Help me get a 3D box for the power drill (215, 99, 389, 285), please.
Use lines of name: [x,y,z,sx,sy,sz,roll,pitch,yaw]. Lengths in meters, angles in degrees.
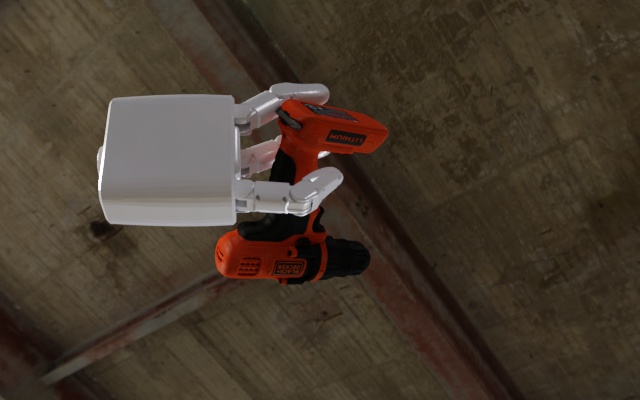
power drill: [0.000,0.001,0.487,0.184,0.188,0.057,5,24,-35]
